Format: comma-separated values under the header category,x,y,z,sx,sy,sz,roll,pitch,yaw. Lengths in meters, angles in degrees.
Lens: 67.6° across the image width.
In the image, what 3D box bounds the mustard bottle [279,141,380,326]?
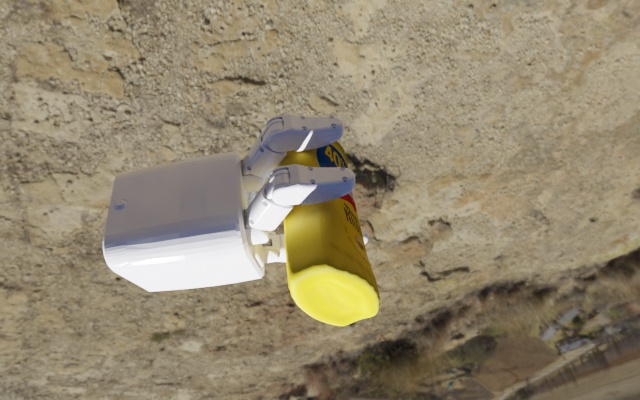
category,x,y,z,sx,sy,sz,roll,pitch,yaw
mustard bottle,0.000,0.001,0.405,0.058,0.191,0.096,-24,-41,16
